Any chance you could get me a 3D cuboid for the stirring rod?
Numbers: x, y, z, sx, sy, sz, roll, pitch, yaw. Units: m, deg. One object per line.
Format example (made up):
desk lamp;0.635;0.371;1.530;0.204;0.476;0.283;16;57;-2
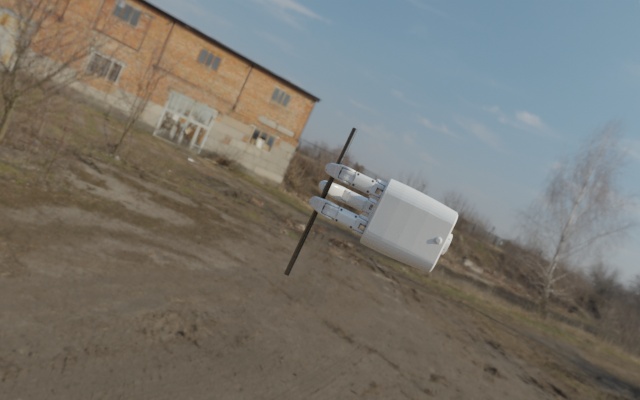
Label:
stirring rod;0.000;0.002;0.711;0.011;0.239;0.011;25;2;-1
